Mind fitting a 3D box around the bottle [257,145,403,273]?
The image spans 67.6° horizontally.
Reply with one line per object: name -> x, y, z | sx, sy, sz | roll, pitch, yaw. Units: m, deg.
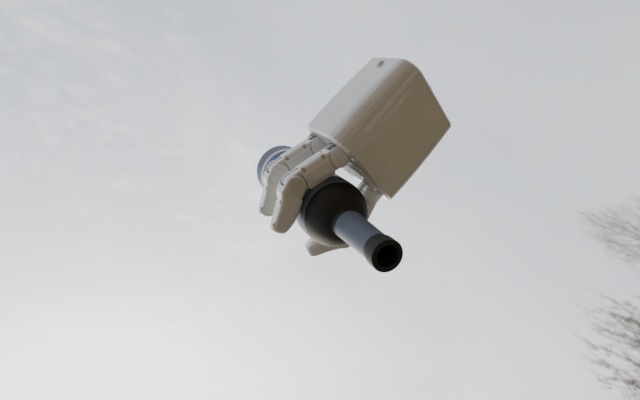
bottle -> 0.000, 0.002, 0.497 | 0.069, 0.069, 0.295 | 0, 16, -21
